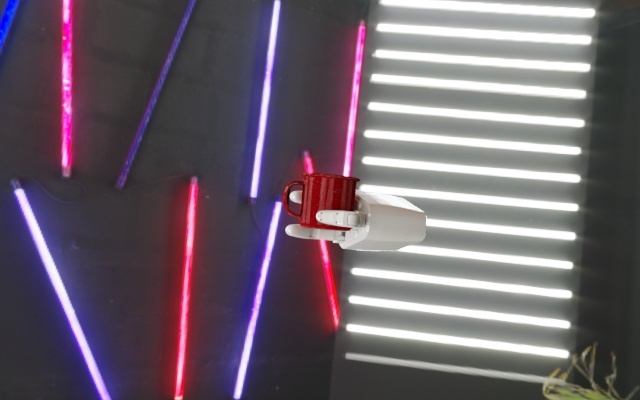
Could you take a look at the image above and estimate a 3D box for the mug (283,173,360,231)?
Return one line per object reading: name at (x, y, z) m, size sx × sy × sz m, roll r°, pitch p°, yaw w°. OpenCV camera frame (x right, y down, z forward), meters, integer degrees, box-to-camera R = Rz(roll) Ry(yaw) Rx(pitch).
mug at (-0.001, 0.002, 0.731) m, size 0.117 × 0.081 × 0.093 m, roll 6°, pitch -2°, yaw -19°
